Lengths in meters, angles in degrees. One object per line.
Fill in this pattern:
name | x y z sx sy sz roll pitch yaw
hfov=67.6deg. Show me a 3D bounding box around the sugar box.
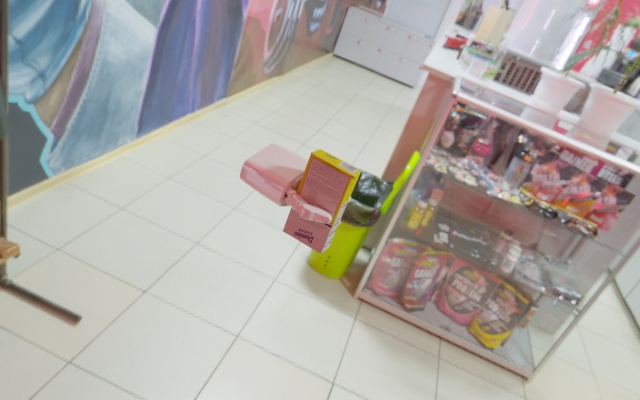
sugar box | 0.000 0.003 0.900 0.093 0.176 0.048 30 29 15
